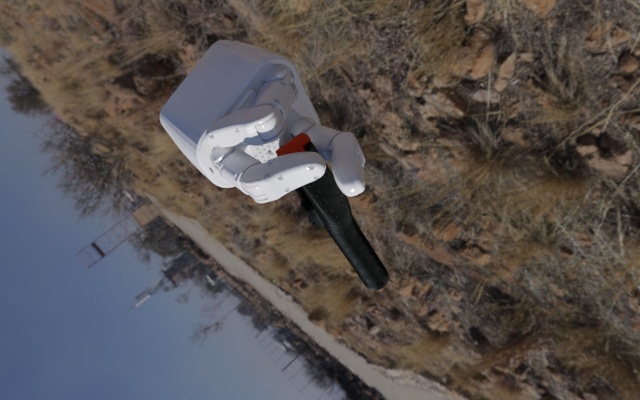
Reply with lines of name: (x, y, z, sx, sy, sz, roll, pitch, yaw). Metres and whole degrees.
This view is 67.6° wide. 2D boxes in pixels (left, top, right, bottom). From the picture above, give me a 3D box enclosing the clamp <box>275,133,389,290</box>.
clamp: (0.000, 0.002, 0.430, 0.039, 0.172, 0.120, -40, 42, -14)
